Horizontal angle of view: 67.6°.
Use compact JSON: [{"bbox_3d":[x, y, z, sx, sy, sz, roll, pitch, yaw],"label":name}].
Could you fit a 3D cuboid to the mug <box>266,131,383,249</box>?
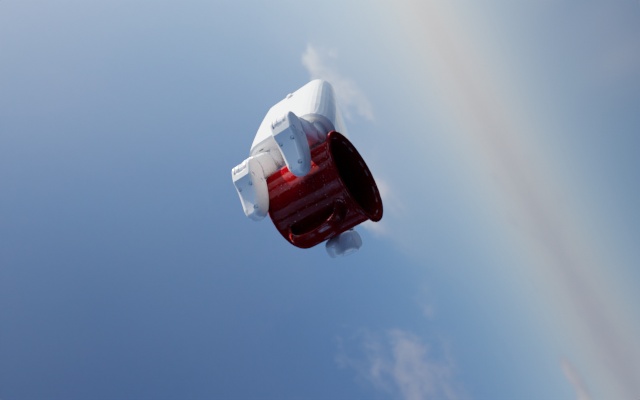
[{"bbox_3d":[0.000,0.002,0.440,0.081,0.093,0.117,-28,28,22],"label":"mug"}]
